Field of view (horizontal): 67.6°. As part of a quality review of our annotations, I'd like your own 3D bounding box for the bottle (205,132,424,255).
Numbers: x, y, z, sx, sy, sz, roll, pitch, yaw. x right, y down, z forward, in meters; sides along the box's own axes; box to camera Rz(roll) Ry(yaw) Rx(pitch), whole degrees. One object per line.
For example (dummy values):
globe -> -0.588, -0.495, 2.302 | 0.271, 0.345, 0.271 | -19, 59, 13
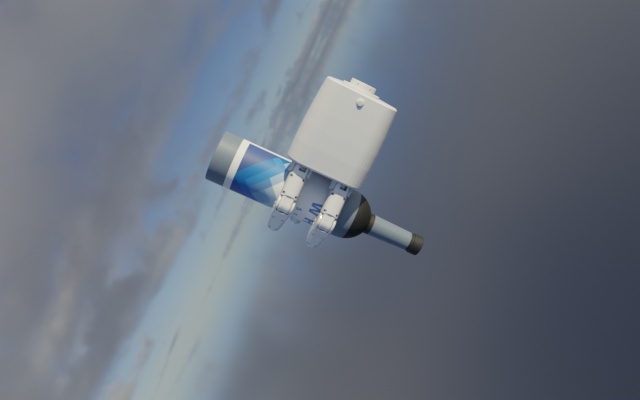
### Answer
bottle -> 0.000, 0.002, 0.627 | 0.296, 0.069, 0.069 | 24, -4, -8
